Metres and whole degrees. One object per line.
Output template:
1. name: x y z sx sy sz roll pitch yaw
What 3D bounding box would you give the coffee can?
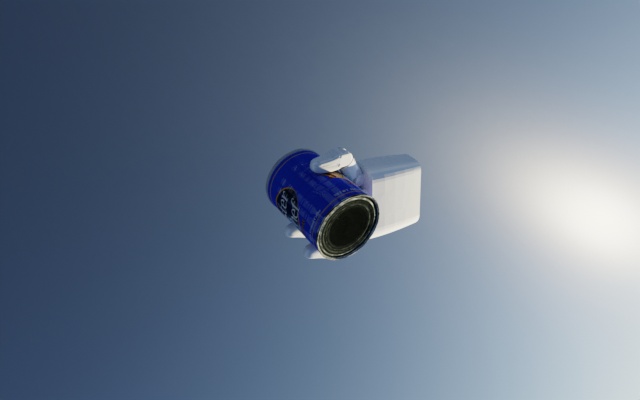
1. coffee can: 0.000 0.002 0.674 0.103 0.103 0.140 0 30 -39
